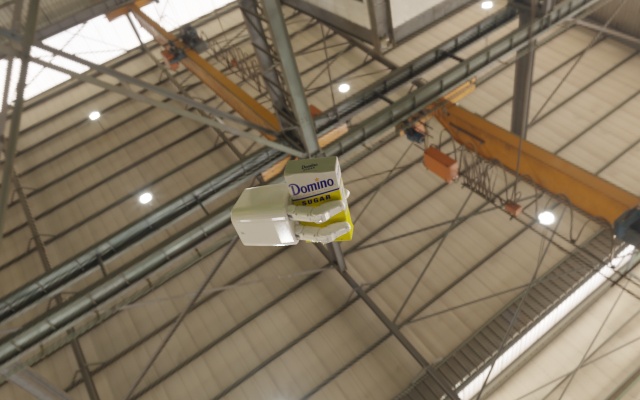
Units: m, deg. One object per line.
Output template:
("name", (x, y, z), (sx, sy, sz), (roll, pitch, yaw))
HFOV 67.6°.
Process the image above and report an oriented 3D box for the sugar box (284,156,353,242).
("sugar box", (0.000, 0.003, 0.871), (0.093, 0.048, 0.176), (-5, -45, 13))
